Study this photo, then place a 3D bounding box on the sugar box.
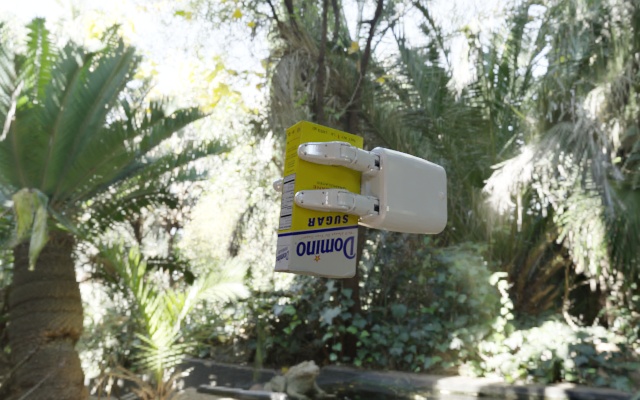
[{"bbox_3d":[0.001,0.002,0.573,0.093,0.176,0.048,10,-15,-30],"label":"sugar box"}]
